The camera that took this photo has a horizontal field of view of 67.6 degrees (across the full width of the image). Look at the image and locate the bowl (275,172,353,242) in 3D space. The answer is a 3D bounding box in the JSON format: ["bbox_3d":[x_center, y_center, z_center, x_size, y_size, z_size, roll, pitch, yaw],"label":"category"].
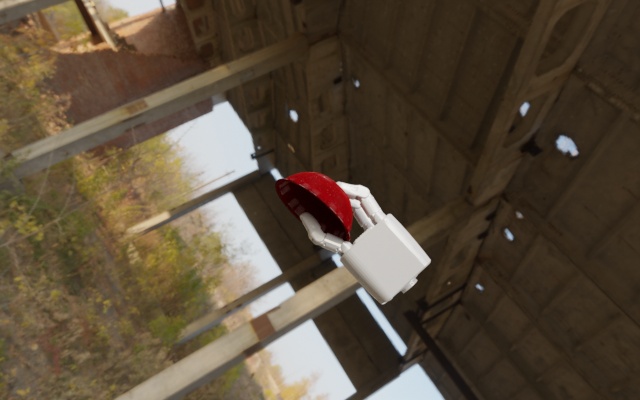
[{"bbox_3d":[-0.001,0.001,0.822,0.162,0.055,0.162,34,-21,15],"label":"bowl"}]
